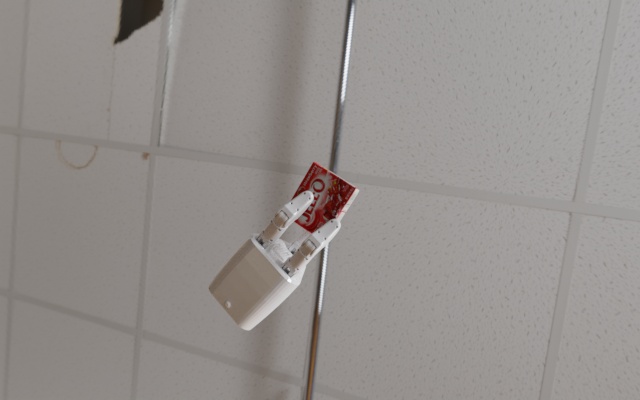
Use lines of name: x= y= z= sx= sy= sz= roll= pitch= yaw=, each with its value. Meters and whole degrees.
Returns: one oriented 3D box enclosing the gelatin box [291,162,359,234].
gelatin box: x=0.000 y=0.002 z=0.675 sx=0.073 sy=0.089 sz=0.030 roll=33 pitch=5 yaw=15
